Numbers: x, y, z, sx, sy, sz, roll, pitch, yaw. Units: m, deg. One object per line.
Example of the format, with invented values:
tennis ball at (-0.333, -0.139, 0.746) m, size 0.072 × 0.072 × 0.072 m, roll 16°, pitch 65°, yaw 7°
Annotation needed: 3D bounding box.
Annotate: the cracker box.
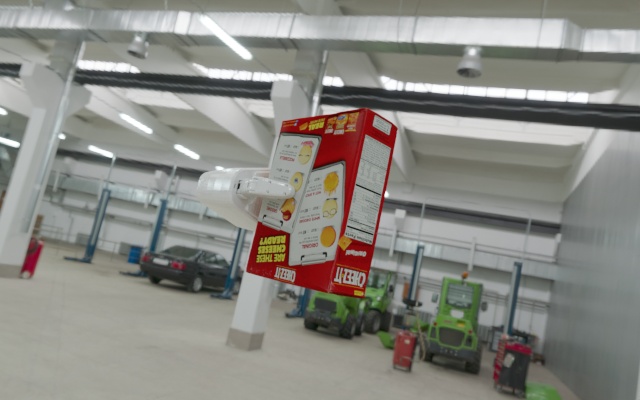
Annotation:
cracker box at (0.000, 0.002, 0.602) m, size 0.072 × 0.213 × 0.164 m, roll 19°, pitch -11°, yaw -40°
